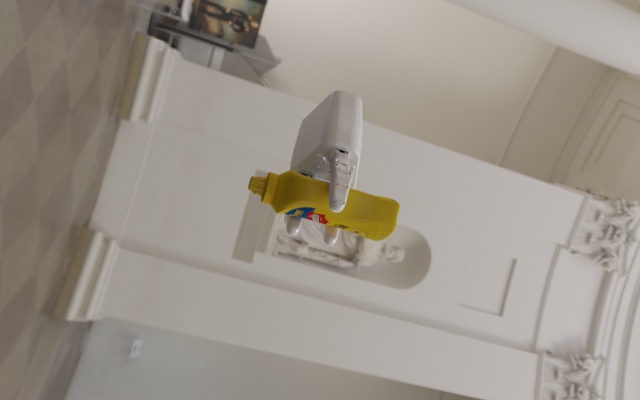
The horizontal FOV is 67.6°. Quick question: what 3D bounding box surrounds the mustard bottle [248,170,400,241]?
[{"bbox_3d":[0.000,0.002,0.626,0.191,0.058,0.096,16,-11,-12],"label":"mustard bottle"}]
